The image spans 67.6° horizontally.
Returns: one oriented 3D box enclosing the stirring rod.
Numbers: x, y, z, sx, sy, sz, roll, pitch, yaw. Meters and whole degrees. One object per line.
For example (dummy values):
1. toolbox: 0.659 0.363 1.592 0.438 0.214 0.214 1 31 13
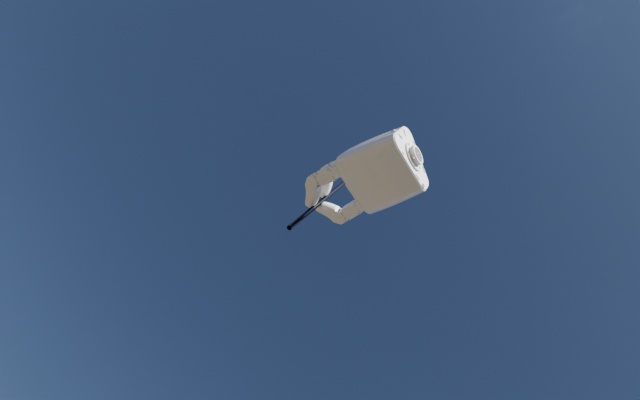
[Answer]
1. stirring rod: 0.000 0.003 0.827 0.011 0.011 0.239 0 19 25
